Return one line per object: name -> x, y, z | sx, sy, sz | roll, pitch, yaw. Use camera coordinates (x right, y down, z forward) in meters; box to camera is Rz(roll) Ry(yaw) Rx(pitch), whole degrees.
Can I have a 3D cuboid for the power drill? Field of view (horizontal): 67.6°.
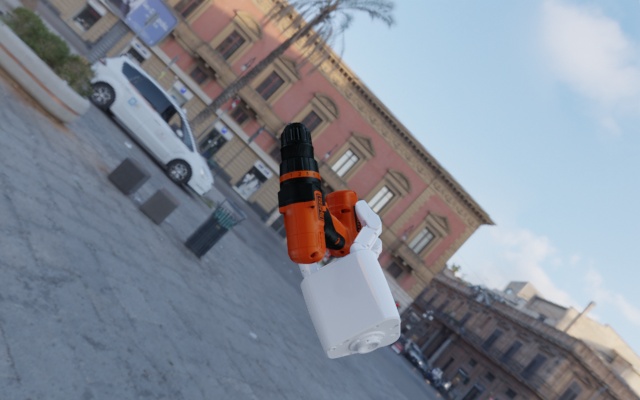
power drill -> 0.000, 0.003, 0.663 | 0.057, 0.184, 0.188 | -10, -16, 22
